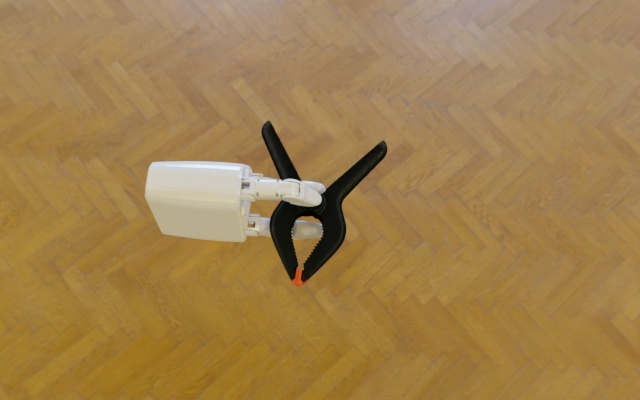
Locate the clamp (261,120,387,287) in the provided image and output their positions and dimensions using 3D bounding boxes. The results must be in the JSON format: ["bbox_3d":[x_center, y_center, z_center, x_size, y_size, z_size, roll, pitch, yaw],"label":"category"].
[{"bbox_3d":[0.000,0.002,0.597,0.164,0.210,0.036,3,-15,1],"label":"clamp"}]
